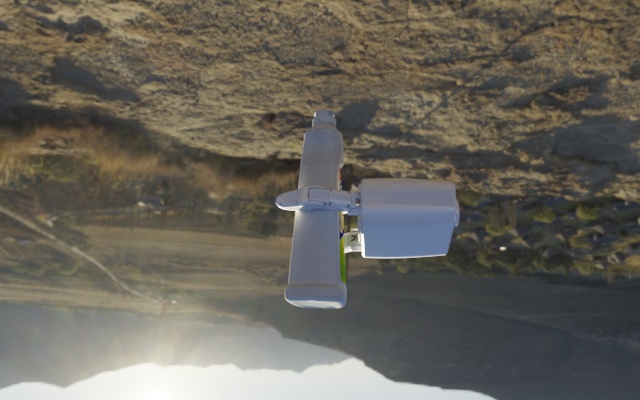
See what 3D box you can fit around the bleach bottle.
[{"bbox_3d":[0.000,0.002,0.592,0.068,0.250,0.103,0,-17,7],"label":"bleach bottle"}]
